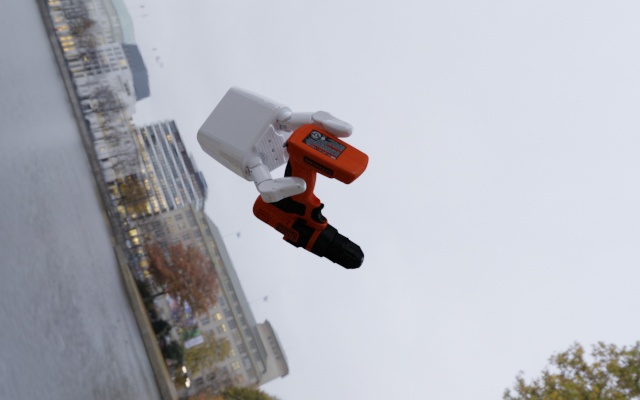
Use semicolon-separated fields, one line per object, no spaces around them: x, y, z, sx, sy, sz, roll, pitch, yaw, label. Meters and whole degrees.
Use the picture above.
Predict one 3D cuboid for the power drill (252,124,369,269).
0.000;0.002;0.660;0.184;0.188;0.057;29;44;7;power drill
